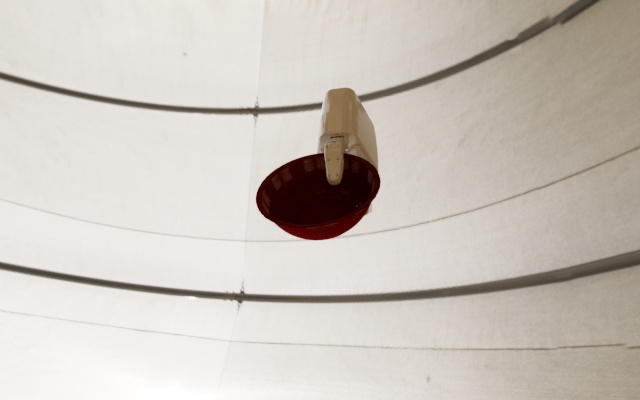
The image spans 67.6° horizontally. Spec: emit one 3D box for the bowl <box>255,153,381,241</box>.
[{"bbox_3d":[0.000,0.003,0.624,0.162,0.055,0.162,-8,36,6],"label":"bowl"}]
